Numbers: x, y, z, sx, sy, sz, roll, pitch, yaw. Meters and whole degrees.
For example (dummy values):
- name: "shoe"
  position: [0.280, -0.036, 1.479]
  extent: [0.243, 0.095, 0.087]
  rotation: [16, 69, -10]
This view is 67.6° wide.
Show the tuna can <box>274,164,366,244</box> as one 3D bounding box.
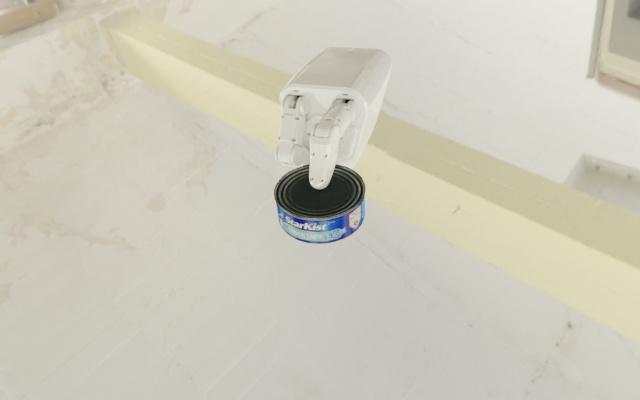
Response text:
- name: "tuna can"
  position: [0.000, 0.002, 0.455]
  extent: [0.086, 0.034, 0.086]
  rotation: [-3, 38, 2]
